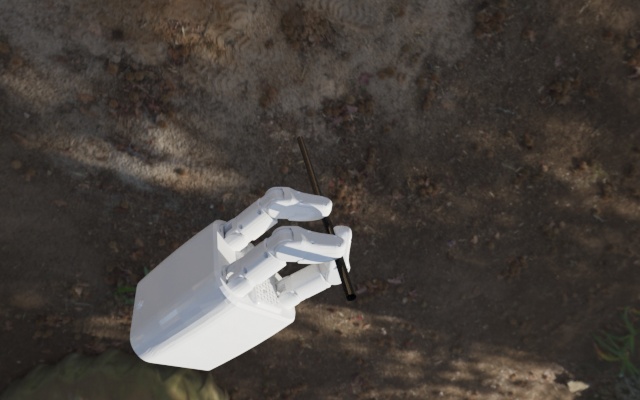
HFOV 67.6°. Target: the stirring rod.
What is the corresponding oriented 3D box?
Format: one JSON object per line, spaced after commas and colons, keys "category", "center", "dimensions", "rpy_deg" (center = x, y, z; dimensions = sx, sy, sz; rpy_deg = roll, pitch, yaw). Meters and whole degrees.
{"category": "stirring rod", "center": [0.000, 0.001, 0.454], "dimensions": [0.011, 0.011, 0.239], "rpy_deg": [0, 37, -14]}
